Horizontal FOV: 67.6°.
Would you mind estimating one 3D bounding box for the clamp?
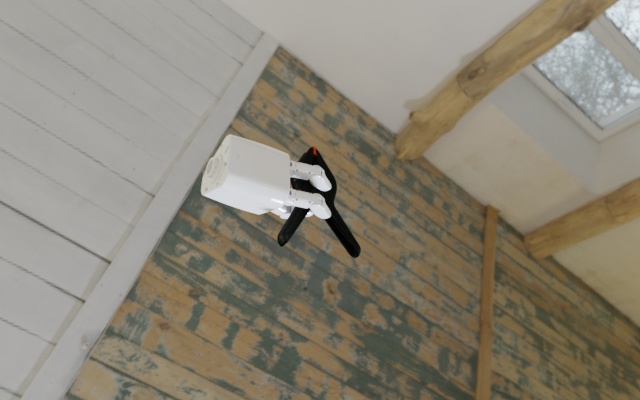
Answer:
[{"bbox_3d":[-0.001,0.003,0.842,0.164,0.209,0.036,20,-36,-31],"label":"clamp"}]
